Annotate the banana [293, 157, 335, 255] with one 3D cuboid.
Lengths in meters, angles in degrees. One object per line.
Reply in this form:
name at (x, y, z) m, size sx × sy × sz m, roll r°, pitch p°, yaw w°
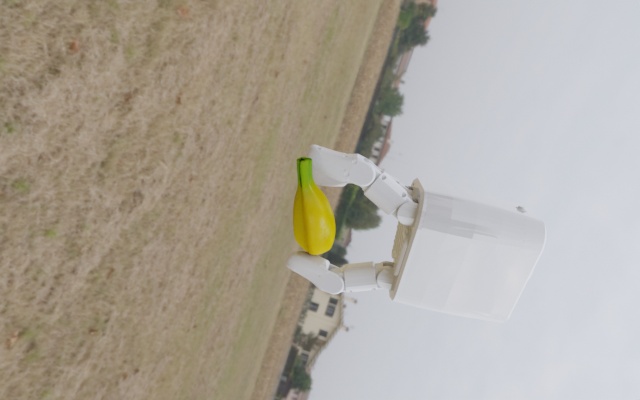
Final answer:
banana at (-0.003, 0.019, 0.460) m, size 0.037 × 0.069 × 0.198 m, roll 7°, pitch -11°, yaw 3°
